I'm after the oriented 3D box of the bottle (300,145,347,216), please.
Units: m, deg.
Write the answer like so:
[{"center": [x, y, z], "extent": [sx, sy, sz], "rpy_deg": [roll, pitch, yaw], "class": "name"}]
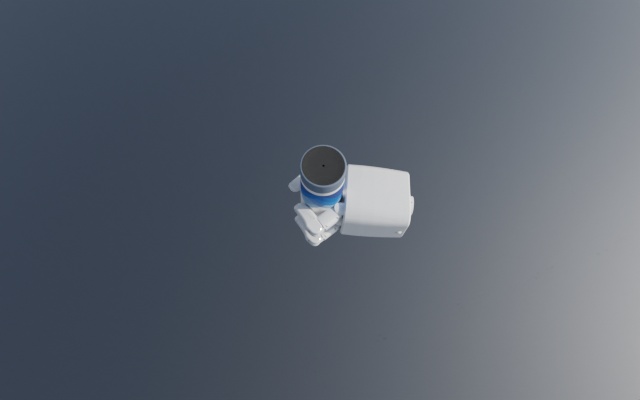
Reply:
[{"center": [0.000, 0.003, 0.810], "extent": [0.069, 0.069, 0.296], "rpy_deg": [0, -21, -2], "class": "bottle"}]
